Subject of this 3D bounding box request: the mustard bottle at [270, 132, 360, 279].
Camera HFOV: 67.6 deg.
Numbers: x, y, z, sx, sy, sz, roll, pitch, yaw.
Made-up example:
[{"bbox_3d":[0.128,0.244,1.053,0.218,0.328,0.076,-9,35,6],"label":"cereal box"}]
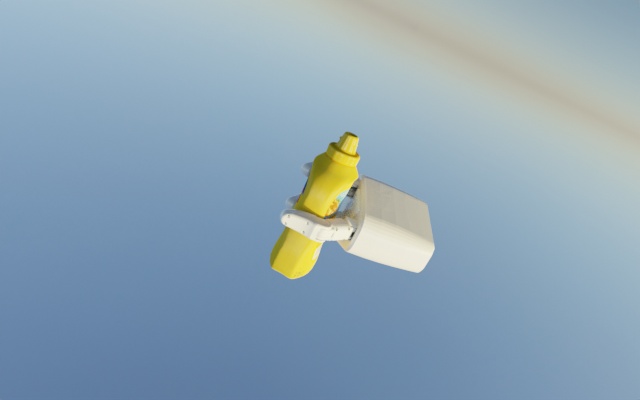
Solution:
[{"bbox_3d":[0.000,0.002,0.603,0.058,0.192,0.096,30,23,9],"label":"mustard bottle"}]
